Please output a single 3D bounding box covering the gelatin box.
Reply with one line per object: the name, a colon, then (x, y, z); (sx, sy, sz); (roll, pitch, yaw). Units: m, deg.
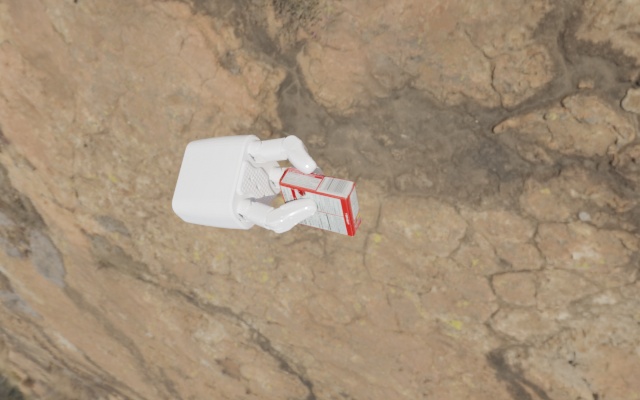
gelatin box: (0.000, 0.002, 0.566); (0.089, 0.030, 0.073); (13, -36, 22)
